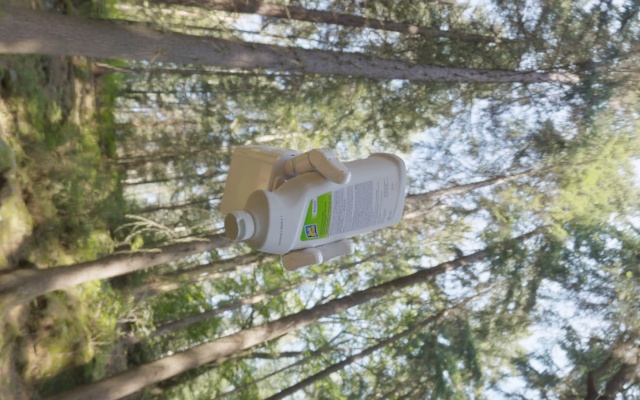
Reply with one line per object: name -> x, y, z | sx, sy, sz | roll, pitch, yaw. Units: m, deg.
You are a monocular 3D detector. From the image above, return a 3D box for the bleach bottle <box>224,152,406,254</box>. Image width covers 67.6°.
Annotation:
bleach bottle -> 0.000, 0.002, 0.576 | 0.251, 0.102, 0.068 | -11, 18, -41
